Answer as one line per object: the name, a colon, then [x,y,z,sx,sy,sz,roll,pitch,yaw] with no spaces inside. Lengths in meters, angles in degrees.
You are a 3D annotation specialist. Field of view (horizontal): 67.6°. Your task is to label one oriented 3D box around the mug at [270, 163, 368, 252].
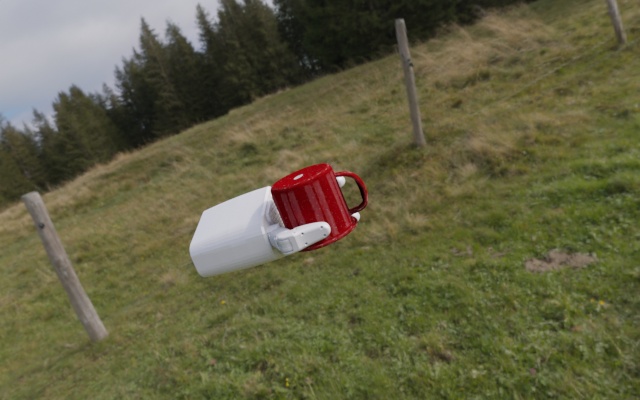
mug: [0.001,0.001,0.589,0.117,0.081,0.093,-19,15,11]
